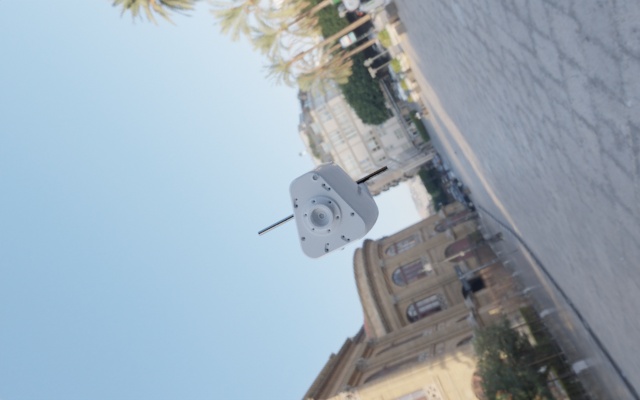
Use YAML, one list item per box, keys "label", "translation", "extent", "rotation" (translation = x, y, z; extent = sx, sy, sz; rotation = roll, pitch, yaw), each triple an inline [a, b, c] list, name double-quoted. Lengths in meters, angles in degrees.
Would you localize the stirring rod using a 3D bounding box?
- label: "stirring rod"
  translation: [0.000, 0.002, 0.770]
  extent: [0.239, 0.011, 0.011]
  rotation: [-27, -8, 15]
